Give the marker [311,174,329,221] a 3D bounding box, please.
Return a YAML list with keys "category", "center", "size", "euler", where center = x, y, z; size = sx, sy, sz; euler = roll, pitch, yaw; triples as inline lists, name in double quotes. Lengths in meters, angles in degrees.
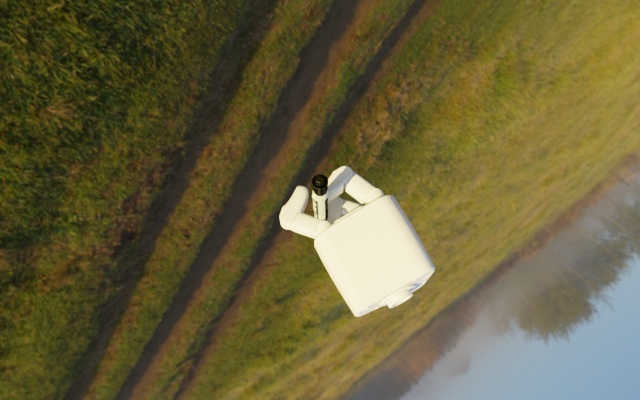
- category: "marker"
  center: [0.000, 0.002, 0.571]
  size: [0.020, 0.020, 0.121]
  euler: [0, -24, 0]
